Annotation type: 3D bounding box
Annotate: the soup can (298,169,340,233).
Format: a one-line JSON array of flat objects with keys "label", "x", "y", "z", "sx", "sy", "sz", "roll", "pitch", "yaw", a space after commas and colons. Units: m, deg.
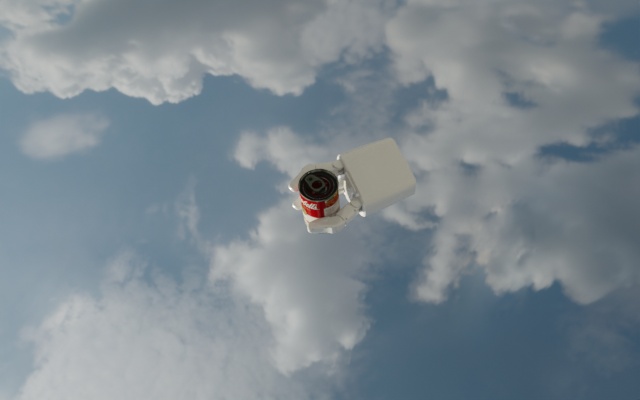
[{"label": "soup can", "x": 0.000, "y": 0.003, "z": 0.827, "sx": 0.068, "sy": 0.068, "sz": 0.102, "roll": 0, "pitch": -35, "yaw": 5}]
